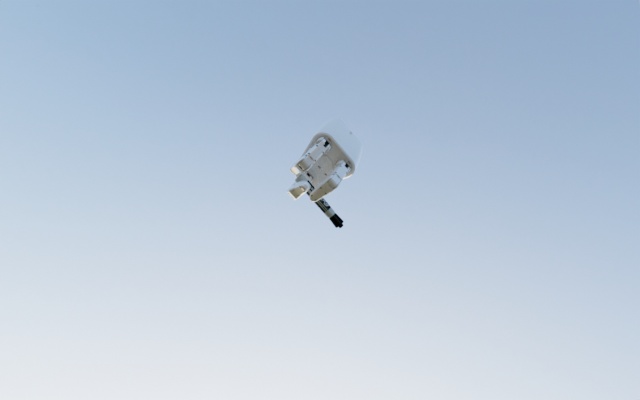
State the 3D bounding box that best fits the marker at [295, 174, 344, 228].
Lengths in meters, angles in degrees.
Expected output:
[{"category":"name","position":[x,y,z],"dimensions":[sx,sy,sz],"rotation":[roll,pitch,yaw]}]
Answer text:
[{"category":"marker","position":[0.000,0.003,0.856],"dimensions":[0.020,0.121,0.020],"rotation":[-39,12,10]}]
